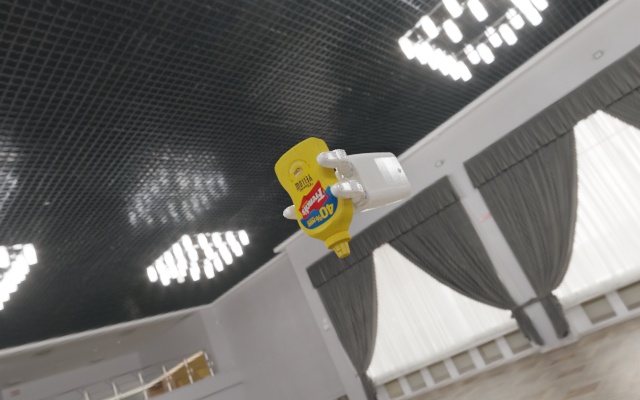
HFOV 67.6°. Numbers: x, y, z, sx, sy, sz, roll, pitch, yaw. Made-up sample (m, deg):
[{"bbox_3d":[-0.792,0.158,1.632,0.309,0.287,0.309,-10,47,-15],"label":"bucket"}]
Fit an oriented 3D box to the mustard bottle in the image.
[{"bbox_3d":[0.000,0.002,0.763,0.096,0.191,0.058,-34,-20,26],"label":"mustard bottle"}]
